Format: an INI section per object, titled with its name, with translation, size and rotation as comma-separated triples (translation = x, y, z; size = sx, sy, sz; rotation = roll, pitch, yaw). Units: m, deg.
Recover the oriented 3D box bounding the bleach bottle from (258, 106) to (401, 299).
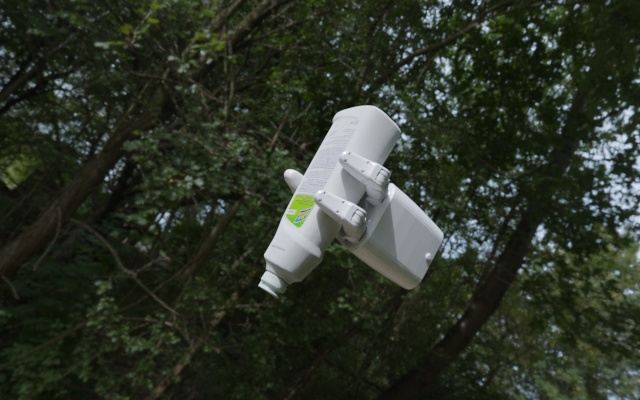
[bleach bottle]
translation = 0.000, 0.002, 0.585
size = 0.068, 0.250, 0.102
rotation = 39, -16, -24
